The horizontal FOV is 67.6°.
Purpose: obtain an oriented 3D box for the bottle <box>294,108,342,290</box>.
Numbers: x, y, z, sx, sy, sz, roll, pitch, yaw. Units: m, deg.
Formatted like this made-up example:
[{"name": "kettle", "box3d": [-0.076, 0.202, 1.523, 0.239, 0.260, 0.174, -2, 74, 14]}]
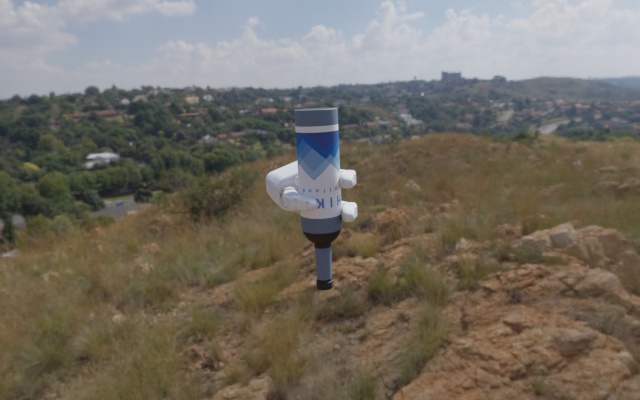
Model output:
[{"name": "bottle", "box3d": [0.000, 0.002, 0.766, 0.069, 0.296, 0.069, -3, 13, 1]}]
